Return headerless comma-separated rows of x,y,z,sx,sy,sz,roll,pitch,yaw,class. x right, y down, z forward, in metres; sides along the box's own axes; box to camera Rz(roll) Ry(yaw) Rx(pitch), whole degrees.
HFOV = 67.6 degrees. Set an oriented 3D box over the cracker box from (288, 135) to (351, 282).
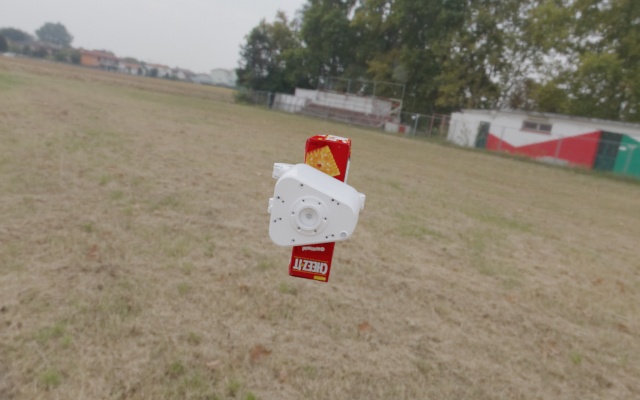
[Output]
0.000,0.002,0.783,0.072,0.214,0.164,10,11,2,cracker box
